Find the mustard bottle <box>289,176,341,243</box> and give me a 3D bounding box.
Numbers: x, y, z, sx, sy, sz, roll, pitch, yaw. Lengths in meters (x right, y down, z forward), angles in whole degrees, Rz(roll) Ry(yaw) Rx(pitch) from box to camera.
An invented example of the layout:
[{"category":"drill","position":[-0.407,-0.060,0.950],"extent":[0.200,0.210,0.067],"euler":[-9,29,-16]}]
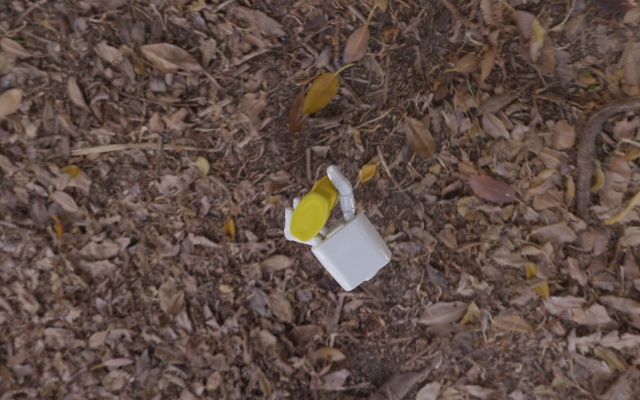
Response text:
[{"category":"mustard bottle","position":[0.000,0.003,0.894],"extent":[0.058,0.096,0.191],"euler":[29,21,3]}]
